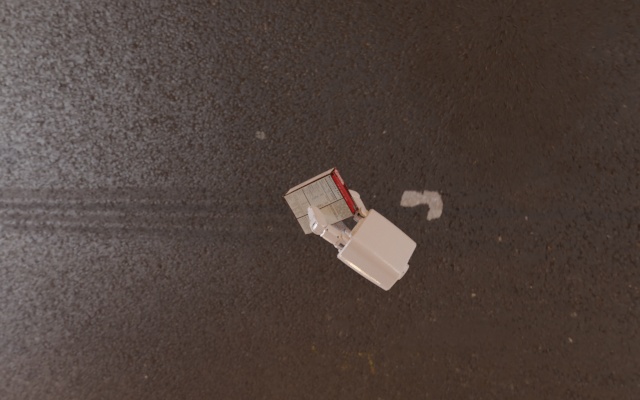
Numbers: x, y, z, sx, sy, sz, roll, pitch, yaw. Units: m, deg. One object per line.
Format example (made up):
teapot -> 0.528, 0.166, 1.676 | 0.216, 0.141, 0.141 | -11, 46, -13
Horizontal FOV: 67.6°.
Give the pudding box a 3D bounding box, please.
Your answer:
pudding box -> 0.000, 0.003, 0.873 | 0.113, 0.090, 0.039 | -24, 11, 26
